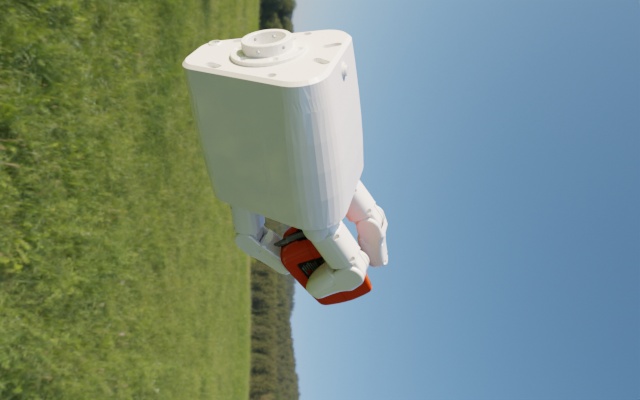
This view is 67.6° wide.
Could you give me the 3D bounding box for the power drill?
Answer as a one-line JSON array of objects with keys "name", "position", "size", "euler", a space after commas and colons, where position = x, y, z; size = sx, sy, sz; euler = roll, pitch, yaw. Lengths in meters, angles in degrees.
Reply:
[{"name": "power drill", "position": [0.000, 0.002, 0.467], "size": [0.057, 0.187, 0.184], "euler": [-21, -39, 12]}]
